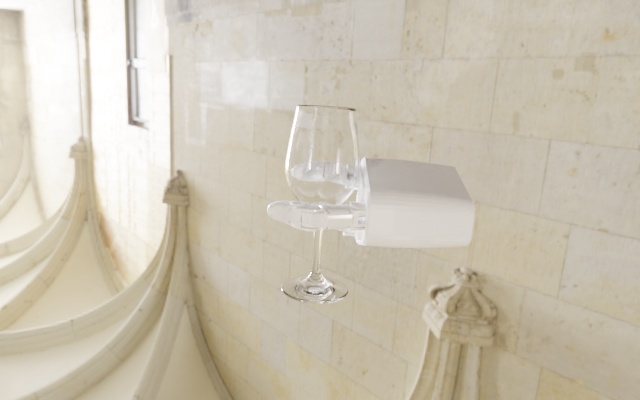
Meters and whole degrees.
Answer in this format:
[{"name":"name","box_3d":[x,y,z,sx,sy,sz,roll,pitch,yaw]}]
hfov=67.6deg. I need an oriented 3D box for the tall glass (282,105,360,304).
[{"name":"tall glass","box_3d":[0.000,0.002,0.508,0.079,0.201,0.079,3,13,-1]}]
